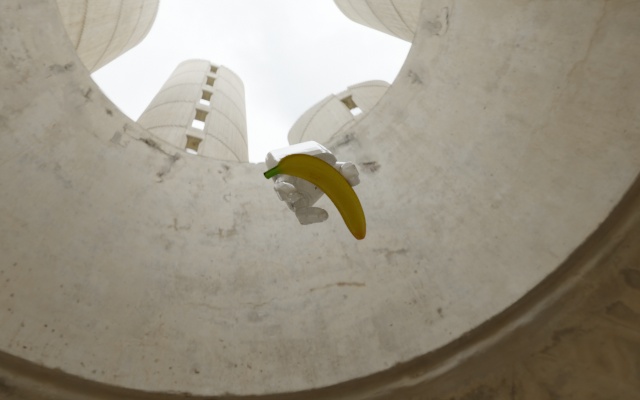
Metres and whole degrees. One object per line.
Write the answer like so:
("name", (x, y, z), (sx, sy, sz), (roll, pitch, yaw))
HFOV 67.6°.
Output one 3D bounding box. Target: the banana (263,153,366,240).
("banana", (0.008, -0.015, 0.709), (0.198, 0.069, 0.037), (34, 1, -26))
